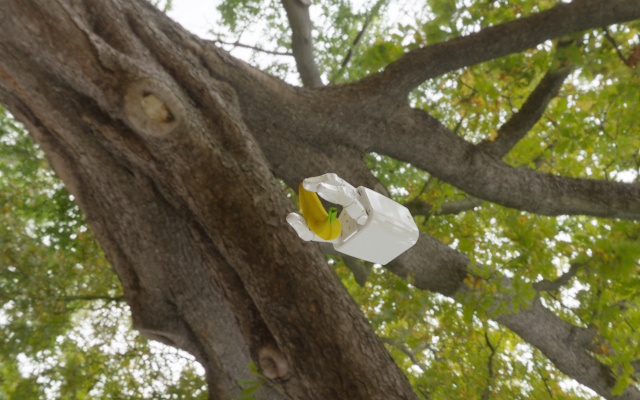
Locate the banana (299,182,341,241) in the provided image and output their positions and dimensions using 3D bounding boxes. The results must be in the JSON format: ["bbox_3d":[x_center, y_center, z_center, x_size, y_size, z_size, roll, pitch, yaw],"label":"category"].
[{"bbox_3d":[-0.001,0.022,0.783,0.037,0.070,0.197,1,13,-18],"label":"banana"}]
